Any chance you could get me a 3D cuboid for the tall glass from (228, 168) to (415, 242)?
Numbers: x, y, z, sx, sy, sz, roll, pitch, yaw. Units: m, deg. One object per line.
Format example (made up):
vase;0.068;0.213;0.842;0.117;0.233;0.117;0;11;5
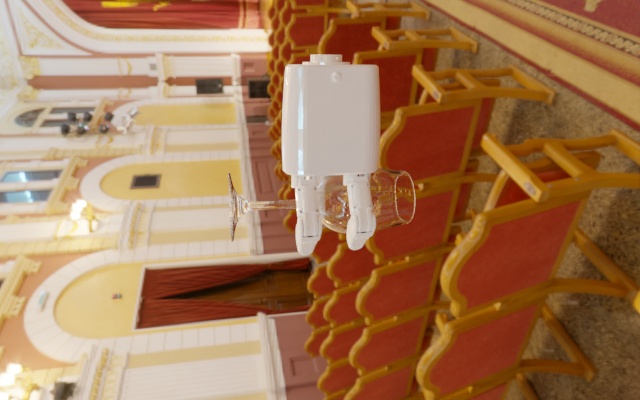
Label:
tall glass;-0.001;0.002;0.532;0.201;0.079;0.079;-3;0;-11
